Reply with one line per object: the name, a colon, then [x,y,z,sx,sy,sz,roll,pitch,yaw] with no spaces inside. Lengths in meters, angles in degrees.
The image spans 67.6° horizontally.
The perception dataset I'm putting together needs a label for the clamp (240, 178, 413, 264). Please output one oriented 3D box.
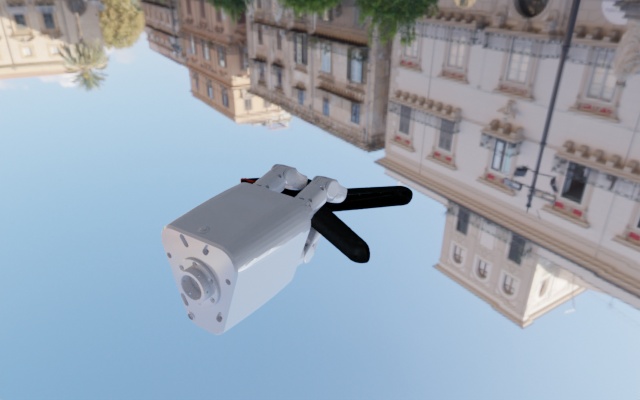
clamp: [-0.001,0.003,0.577,0.210,0.036,0.164,16,29,28]
